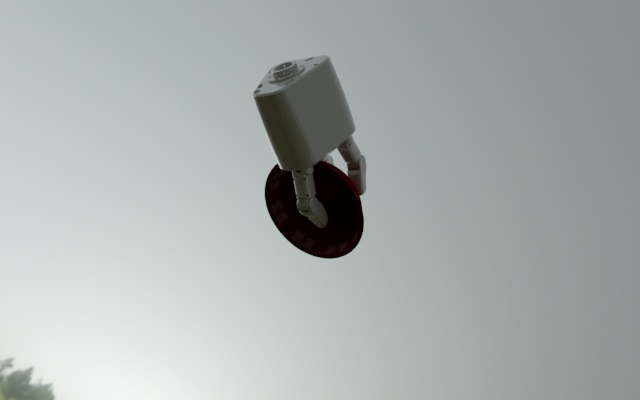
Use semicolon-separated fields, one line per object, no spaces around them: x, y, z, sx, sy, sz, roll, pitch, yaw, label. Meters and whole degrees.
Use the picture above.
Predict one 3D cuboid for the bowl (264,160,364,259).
0.000;0.003;0.688;0.162;0.162;0.055;0;26;34;bowl
